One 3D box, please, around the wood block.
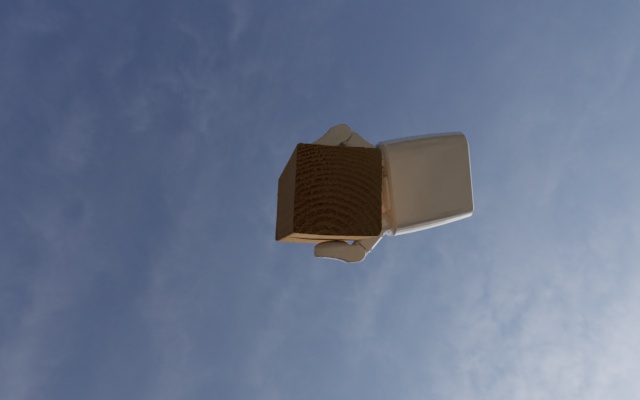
[{"bbox_3d":[0.000,0.002,0.566,0.090,0.091,0.206,3,-8,-10],"label":"wood block"}]
